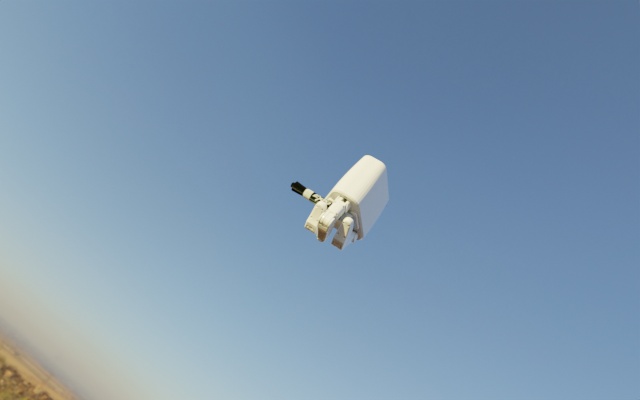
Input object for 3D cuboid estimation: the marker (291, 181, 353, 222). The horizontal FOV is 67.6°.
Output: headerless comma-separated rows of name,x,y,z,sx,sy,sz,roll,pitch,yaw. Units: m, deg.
marker,0.000,0.003,0.814,0.121,0.020,0.020,32,9,14
